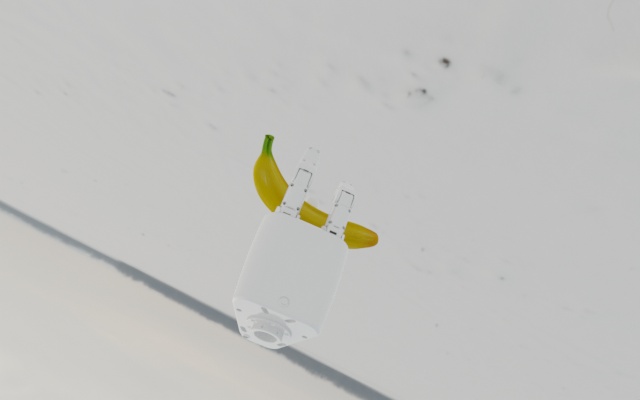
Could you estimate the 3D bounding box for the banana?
[{"bbox_3d":[-0.016,0.010,0.584,0.070,0.198,0.037,-38,23,26],"label":"banana"}]
